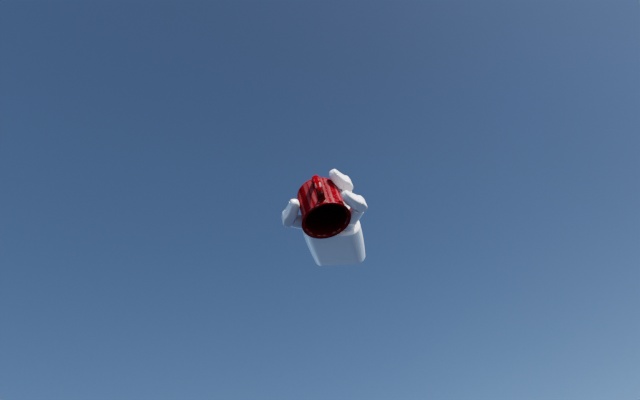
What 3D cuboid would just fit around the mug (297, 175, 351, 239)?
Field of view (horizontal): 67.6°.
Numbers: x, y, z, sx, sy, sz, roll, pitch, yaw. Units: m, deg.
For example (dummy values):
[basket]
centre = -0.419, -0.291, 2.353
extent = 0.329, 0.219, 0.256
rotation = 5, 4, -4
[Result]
[mug]
centre = 0.000, 0.002, 0.885
extent = 0.093, 0.117, 0.081
rotation = -17, 45, -2
